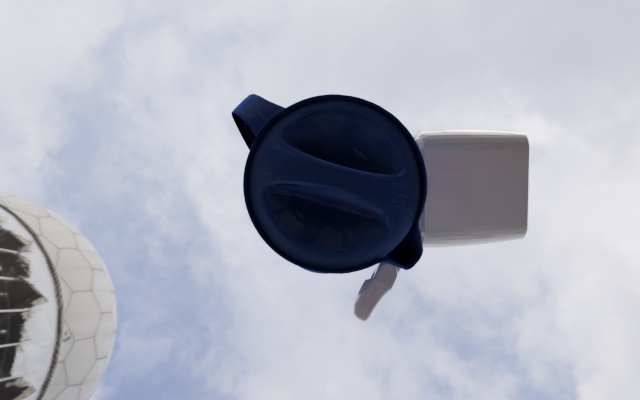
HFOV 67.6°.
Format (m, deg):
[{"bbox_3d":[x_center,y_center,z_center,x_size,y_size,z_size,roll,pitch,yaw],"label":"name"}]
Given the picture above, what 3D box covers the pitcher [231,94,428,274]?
[{"bbox_3d":[0.000,0.002,0.454,0.145,0.149,0.243,-3,-12,-3],"label":"pitcher"}]
